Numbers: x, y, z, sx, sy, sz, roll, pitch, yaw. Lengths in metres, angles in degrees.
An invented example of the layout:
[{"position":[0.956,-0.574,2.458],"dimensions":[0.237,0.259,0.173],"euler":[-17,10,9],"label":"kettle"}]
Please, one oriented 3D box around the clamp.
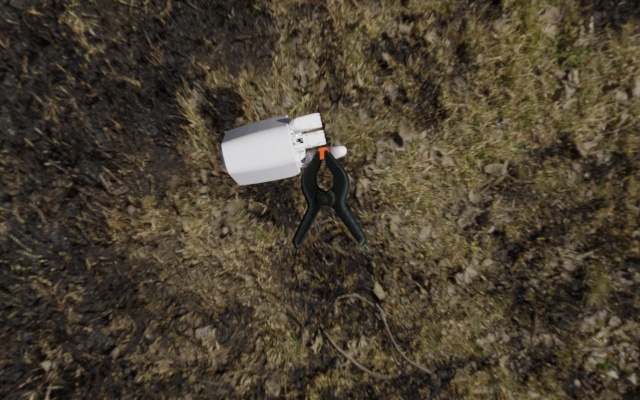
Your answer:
[{"position":[0.000,0.002,0.777],"dimensions":[0.120,0.171,0.039],"euler":[-13,3,2],"label":"clamp"}]
